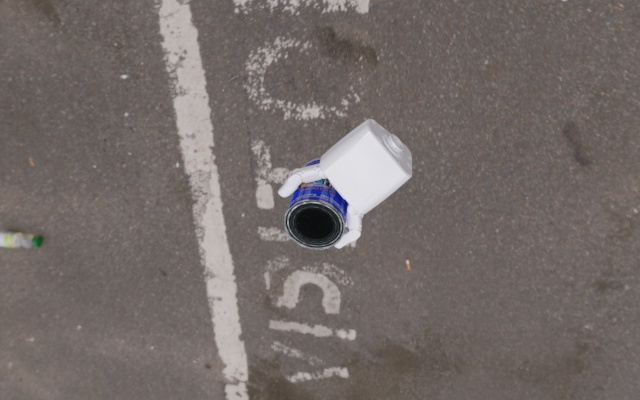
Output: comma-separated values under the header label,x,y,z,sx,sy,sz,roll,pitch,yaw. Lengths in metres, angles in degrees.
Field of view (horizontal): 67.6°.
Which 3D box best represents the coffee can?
label,x,y,z,sx,sy,sz,roll,pitch,yaw
coffee can,0.000,0.003,0.836,0.103,0.103,0.140,0,34,10
